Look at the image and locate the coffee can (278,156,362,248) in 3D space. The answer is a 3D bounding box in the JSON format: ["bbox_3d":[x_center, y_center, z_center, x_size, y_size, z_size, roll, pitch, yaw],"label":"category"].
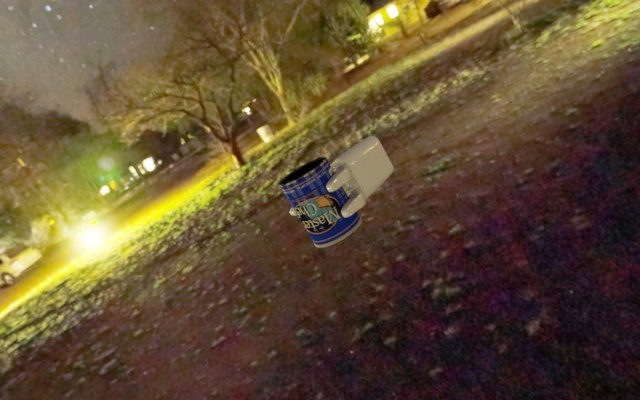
[{"bbox_3d":[0.000,0.003,0.900,0.103,0.140,0.102,-29,14,8],"label":"coffee can"}]
